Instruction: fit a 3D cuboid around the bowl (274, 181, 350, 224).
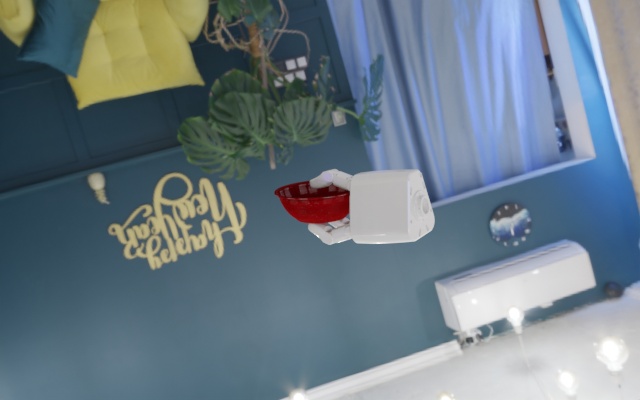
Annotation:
[{"bbox_3d":[-0.001,0.003,0.854,0.162,0.055,0.162,-4,13,1],"label":"bowl"}]
